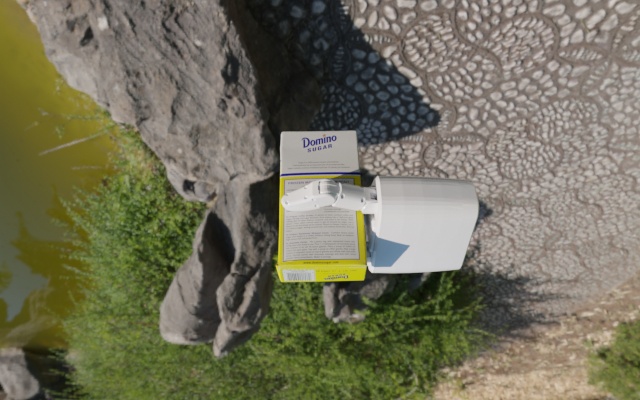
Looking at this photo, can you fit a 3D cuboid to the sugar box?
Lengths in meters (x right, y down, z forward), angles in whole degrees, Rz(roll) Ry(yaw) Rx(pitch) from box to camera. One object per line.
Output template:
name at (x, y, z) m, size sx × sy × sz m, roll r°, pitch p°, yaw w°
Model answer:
sugar box at (0.000, 0.002, 0.538) m, size 0.093 × 0.176 × 0.048 m, roll 0°, pitch -33°, yaw 0°
